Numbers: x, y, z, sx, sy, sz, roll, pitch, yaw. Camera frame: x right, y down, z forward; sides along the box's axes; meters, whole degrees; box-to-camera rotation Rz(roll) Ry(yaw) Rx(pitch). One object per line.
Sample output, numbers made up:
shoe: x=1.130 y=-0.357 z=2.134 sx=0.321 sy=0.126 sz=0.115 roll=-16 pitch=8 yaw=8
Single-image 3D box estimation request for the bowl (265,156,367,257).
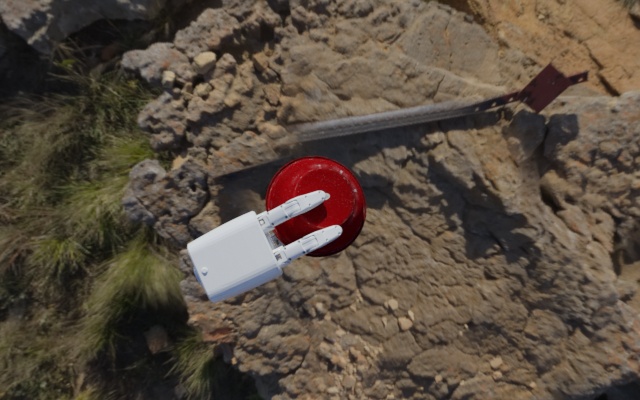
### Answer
bowl: x=0.001 y=0.001 z=0.720 sx=0.162 sy=0.162 sz=0.055 roll=0 pitch=-13 yaw=-13
